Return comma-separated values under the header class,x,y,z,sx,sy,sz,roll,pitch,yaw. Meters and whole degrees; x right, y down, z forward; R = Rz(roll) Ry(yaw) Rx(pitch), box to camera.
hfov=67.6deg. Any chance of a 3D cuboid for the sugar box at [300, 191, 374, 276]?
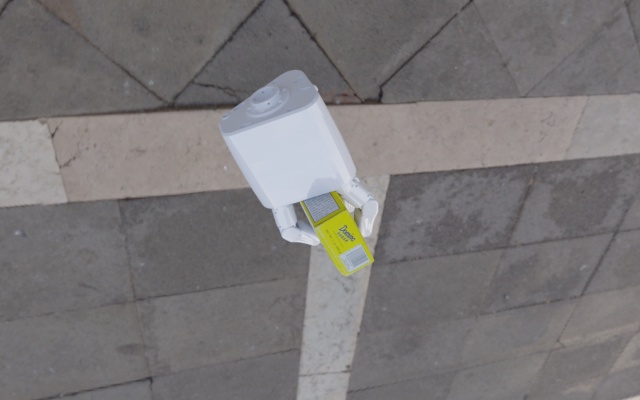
class,x,y,z,sx,sy,sz,roll,pitch,yaw
sugar box,0.001,0.002,0.583,0.048,0.093,0.176,-28,39,1
